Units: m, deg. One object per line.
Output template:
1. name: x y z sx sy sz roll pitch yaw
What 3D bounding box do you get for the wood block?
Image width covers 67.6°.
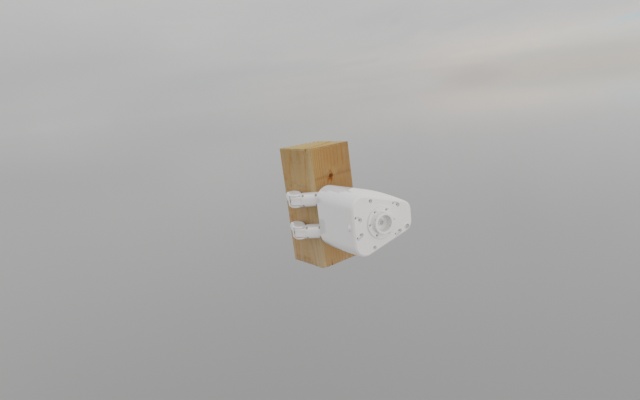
1. wood block: 0.001 0.003 0.853 0.091 0.206 0.090 -16 16 -37
